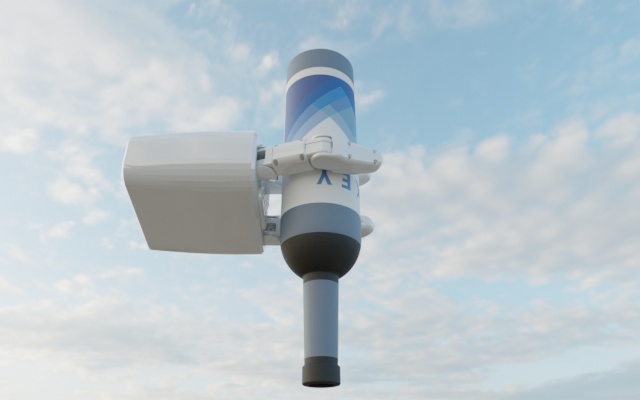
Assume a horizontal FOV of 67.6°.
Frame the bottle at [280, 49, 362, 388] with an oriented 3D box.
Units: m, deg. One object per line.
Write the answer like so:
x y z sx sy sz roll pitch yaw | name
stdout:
0.000 0.001 0.406 0.069 0.295 0.069 0 -29 0 | bottle
